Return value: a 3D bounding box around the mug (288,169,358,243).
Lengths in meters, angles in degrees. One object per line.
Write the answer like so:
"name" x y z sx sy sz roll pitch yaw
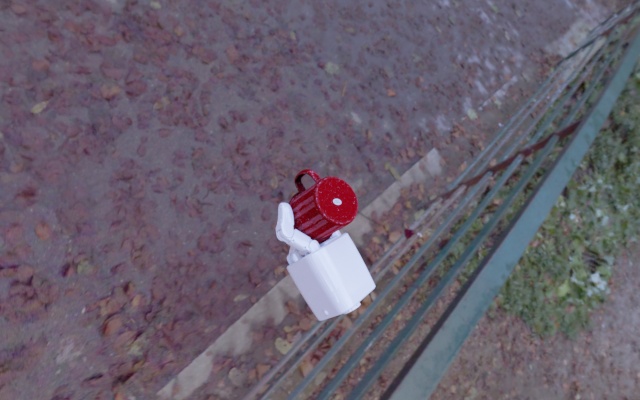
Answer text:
"mug" 0.000 0.001 0.760 0.093 0.117 0.081 -27 -5 -38
